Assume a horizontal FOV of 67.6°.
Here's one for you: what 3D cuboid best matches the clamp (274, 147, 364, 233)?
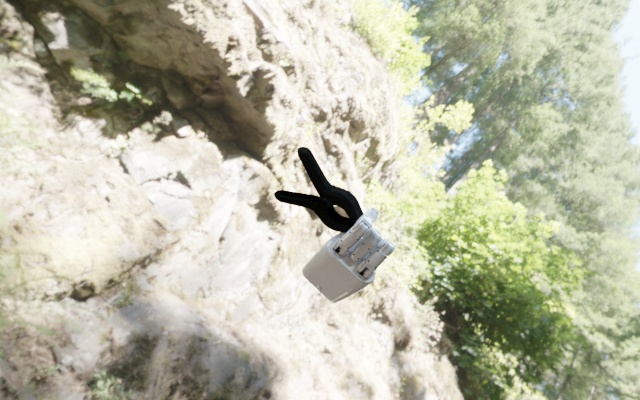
[{"bbox_3d":[0.001,0.002,0.800,0.039,0.171,0.120,-43,-2,-45],"label":"clamp"}]
